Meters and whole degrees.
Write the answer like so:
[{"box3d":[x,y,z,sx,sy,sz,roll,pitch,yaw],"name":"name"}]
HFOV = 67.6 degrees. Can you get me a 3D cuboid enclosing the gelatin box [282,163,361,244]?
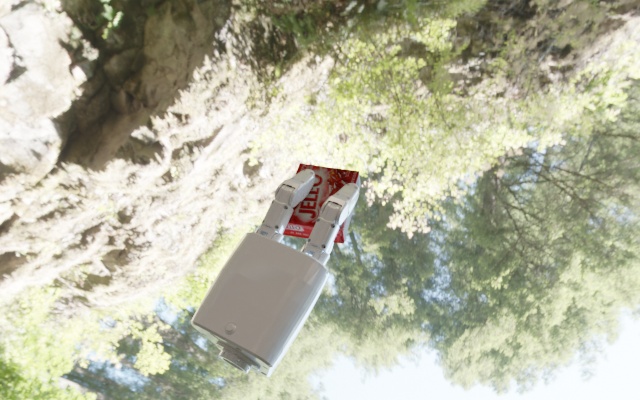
[{"box3d":[0.000,0.002,0.537,0.073,0.089,0.030,8,-38,14],"name":"gelatin box"}]
